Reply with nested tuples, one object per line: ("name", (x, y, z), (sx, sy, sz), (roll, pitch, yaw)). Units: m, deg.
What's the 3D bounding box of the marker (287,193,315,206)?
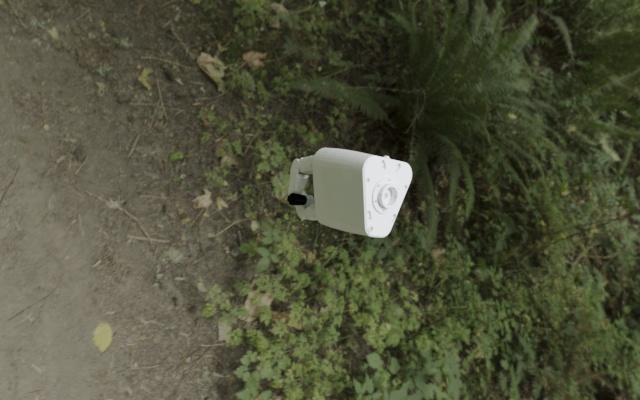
("marker", (0.000, 0.002, 0.745), (0.121, 0.020, 0.020), (7, -4, -38))
